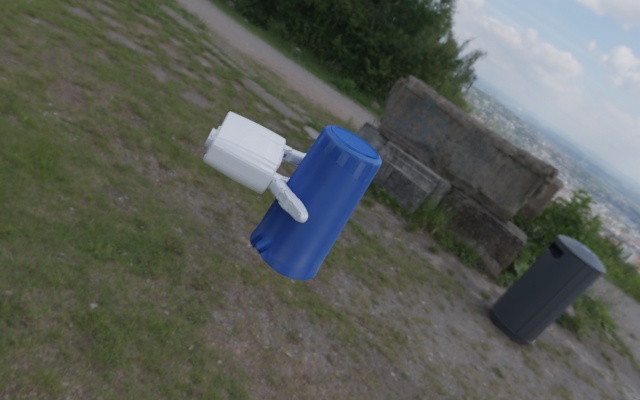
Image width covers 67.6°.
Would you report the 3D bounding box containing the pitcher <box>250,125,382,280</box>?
[{"bbox_3d":[0.000,0.003,0.800,0.145,0.243,0.149,28,22,-12],"label":"pitcher"}]
